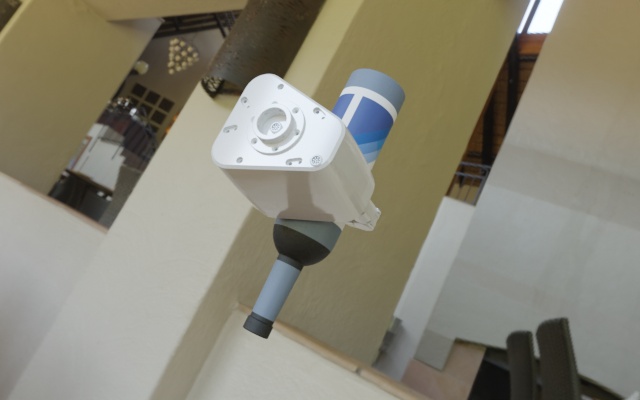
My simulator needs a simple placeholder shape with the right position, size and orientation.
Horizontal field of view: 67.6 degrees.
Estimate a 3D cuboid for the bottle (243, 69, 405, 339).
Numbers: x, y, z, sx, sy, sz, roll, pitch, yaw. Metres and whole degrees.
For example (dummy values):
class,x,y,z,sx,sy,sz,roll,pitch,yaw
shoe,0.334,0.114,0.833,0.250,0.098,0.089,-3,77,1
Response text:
class,x,y,z,sx,sy,sz,roll,pitch,yaw
bottle,0.000,0.001,0.500,0.069,0.295,0.069,25,-13,6
